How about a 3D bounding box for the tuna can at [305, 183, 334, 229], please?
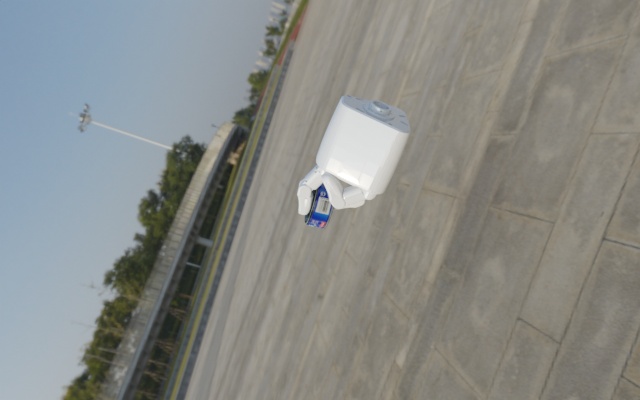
[{"bbox_3d":[0.000,0.003,0.794,0.034,0.086,0.086,14,-2,-9],"label":"tuna can"}]
